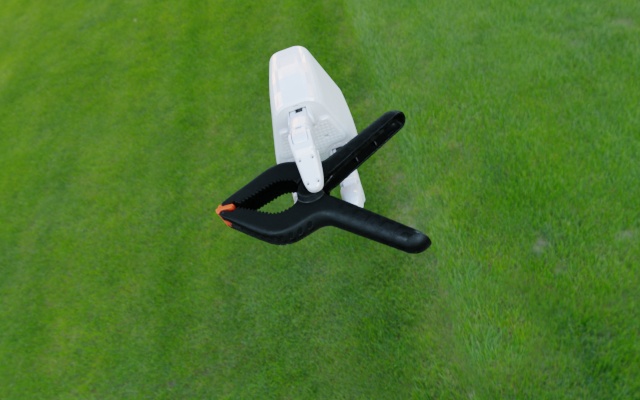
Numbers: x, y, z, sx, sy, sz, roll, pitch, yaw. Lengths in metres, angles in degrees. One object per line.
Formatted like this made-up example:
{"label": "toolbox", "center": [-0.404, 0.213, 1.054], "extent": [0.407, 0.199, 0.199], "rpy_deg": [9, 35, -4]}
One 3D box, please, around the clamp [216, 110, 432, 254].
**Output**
{"label": "clamp", "center": [-0.001, 0.001, 0.463], "extent": [0.210, 0.164, 0.036], "rpy_deg": [-18, -39, 8]}
